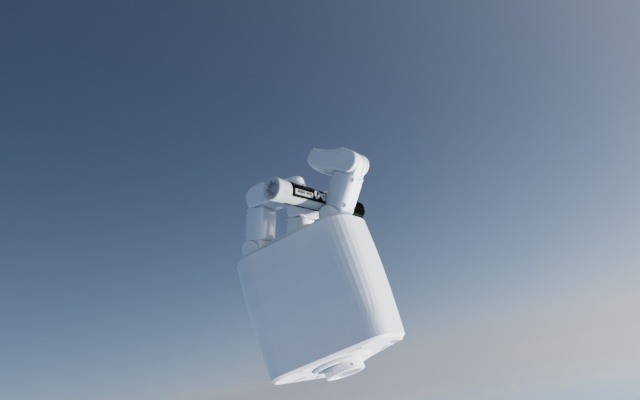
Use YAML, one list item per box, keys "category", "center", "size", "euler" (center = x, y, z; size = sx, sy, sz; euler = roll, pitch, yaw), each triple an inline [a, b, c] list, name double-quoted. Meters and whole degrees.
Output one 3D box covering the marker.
- category: "marker"
  center: [0.000, 0.001, 0.417]
  size: [0.020, 0.020, 0.121]
  euler: [0, -10, 40]
